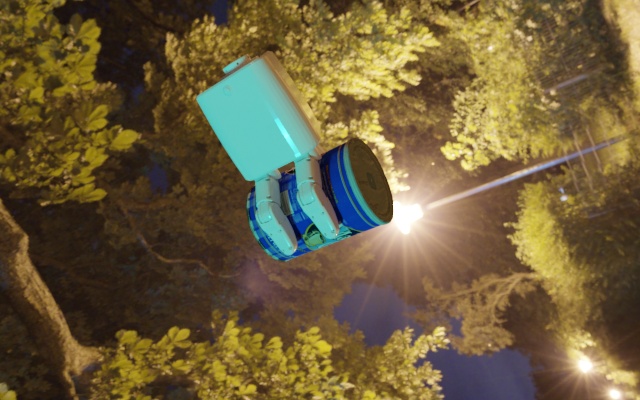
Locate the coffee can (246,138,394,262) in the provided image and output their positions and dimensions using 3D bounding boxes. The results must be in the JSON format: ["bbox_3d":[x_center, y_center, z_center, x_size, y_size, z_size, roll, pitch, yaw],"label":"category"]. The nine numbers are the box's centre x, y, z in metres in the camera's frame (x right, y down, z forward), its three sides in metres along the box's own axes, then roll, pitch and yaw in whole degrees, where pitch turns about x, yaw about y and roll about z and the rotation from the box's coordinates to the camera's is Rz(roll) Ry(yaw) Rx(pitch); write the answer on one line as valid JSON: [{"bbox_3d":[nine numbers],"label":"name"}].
[{"bbox_3d":[0.000,0.002,0.557,0.140,0.103,0.103,-23,-11,26],"label":"coffee can"}]
